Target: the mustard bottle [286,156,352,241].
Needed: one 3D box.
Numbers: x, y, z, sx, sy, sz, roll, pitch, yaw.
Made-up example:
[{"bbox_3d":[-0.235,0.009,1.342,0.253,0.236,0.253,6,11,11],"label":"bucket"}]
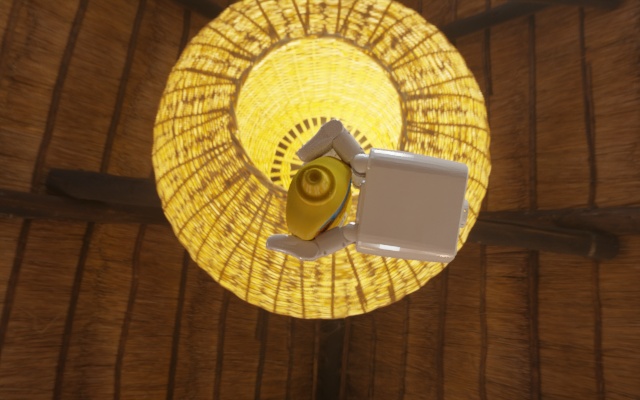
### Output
[{"bbox_3d":[0.000,0.002,0.539,0.058,0.096,0.192,33,-10,10],"label":"mustard bottle"}]
